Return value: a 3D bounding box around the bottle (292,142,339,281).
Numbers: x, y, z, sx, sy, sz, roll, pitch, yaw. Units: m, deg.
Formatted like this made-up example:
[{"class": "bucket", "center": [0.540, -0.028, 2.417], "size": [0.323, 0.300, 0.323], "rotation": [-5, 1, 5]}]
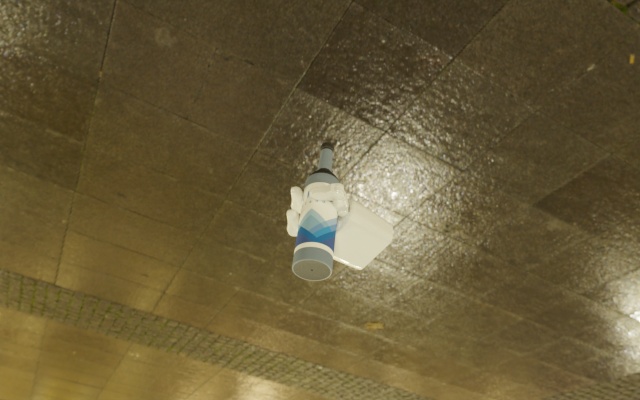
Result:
[{"class": "bottle", "center": [0.000, 0.003, 0.875], "size": [0.069, 0.295, 0.069], "rotation": [4, -40, 4]}]
